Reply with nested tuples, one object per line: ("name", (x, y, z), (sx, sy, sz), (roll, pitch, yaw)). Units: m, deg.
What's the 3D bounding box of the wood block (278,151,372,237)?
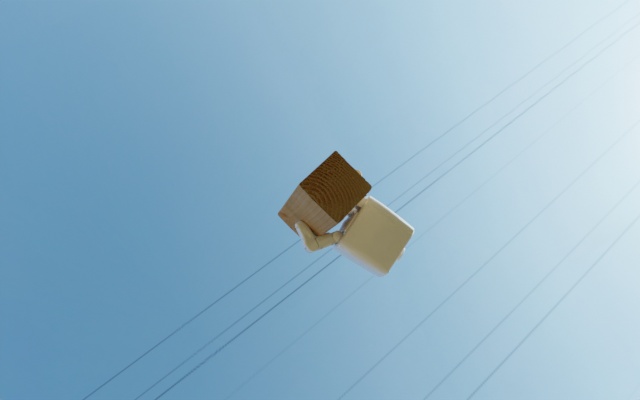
("wood block", (0.000, 0.003, 0.855), (0.090, 0.090, 0.206), (-45, 0, -21))
